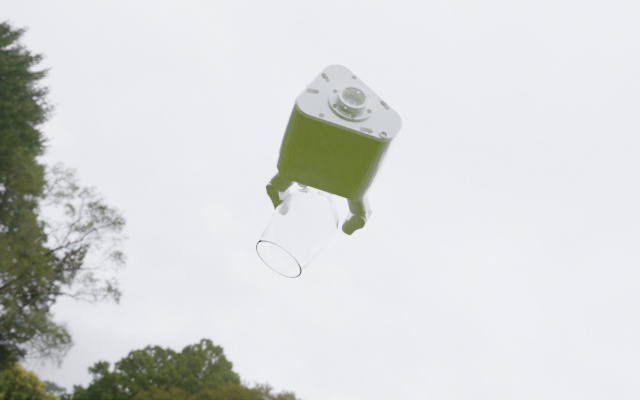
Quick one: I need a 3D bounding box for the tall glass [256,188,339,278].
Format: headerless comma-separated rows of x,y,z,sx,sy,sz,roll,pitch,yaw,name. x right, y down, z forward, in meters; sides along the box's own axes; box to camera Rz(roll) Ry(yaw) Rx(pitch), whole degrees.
0.000,0.002,0.601,0.079,0.079,0.201,0,42,41,tall glass
